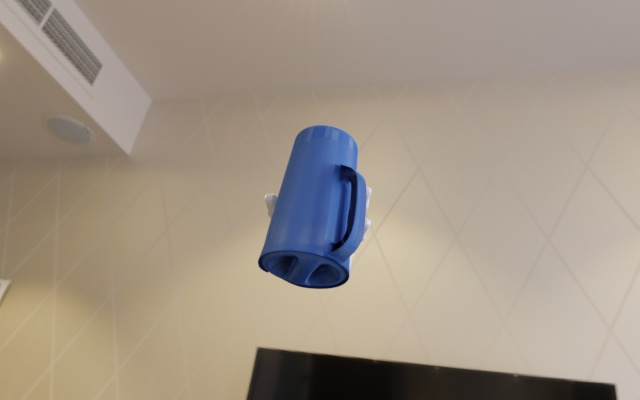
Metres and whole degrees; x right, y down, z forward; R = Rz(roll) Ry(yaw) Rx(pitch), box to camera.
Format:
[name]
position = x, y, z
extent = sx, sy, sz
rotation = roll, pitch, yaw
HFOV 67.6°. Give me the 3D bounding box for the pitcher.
[pitcher]
position = 0.000, 0.003, 0.736
extent = 0.149, 0.242, 0.145
rotation = 5, -30, 8
